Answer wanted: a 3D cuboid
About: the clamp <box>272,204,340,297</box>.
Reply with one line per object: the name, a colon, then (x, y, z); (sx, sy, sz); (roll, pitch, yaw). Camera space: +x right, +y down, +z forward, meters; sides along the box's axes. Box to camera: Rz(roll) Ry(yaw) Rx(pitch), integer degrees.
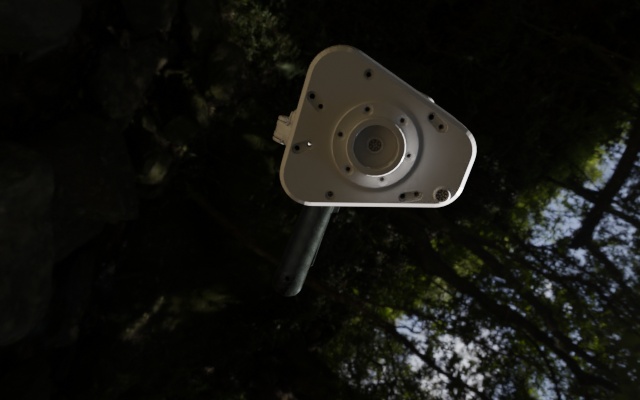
clamp: (0.001, 0.001, 0.419); (0.039, 0.171, 0.120); (18, 15, -2)
